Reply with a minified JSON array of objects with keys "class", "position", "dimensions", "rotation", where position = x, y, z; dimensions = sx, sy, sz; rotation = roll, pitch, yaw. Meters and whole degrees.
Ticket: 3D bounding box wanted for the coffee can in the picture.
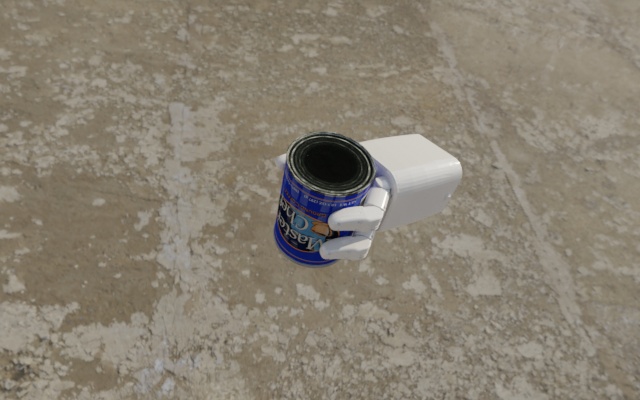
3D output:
[{"class":"coffee can","position":[0.000,0.002,0.584],"dimensions":[0.103,0.102,0.140],"rotation":[0,-41,-13]}]
